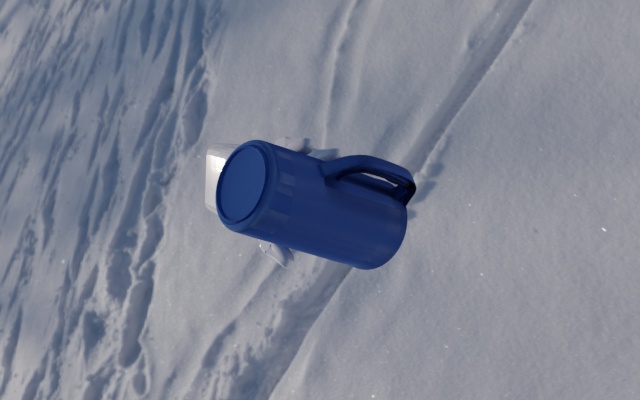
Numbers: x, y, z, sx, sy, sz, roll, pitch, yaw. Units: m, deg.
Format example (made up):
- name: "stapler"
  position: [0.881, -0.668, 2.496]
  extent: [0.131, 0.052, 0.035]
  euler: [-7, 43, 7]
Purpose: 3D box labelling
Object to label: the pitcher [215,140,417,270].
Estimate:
- name: "pitcher"
  position: [0.000, 0.002, 0.607]
  extent: [0.243, 0.149, 0.145]
  euler: [18, -1, -45]
